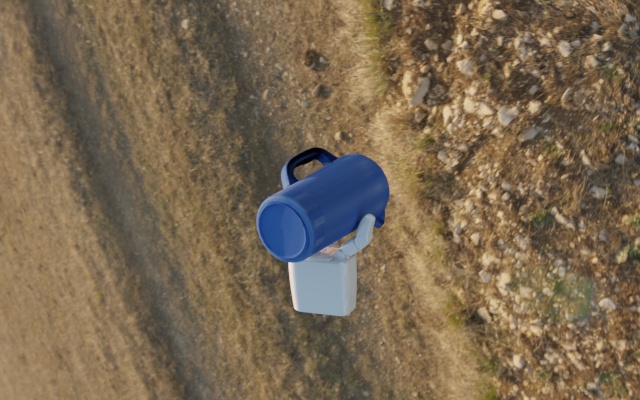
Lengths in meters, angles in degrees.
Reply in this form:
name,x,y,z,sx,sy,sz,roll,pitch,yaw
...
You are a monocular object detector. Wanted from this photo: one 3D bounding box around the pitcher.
name,x,y,z,sx,sy,sz,roll,pitch,yaw
pitcher,0.000,0.003,0.800,0.149,0.145,0.242,10,22,31
